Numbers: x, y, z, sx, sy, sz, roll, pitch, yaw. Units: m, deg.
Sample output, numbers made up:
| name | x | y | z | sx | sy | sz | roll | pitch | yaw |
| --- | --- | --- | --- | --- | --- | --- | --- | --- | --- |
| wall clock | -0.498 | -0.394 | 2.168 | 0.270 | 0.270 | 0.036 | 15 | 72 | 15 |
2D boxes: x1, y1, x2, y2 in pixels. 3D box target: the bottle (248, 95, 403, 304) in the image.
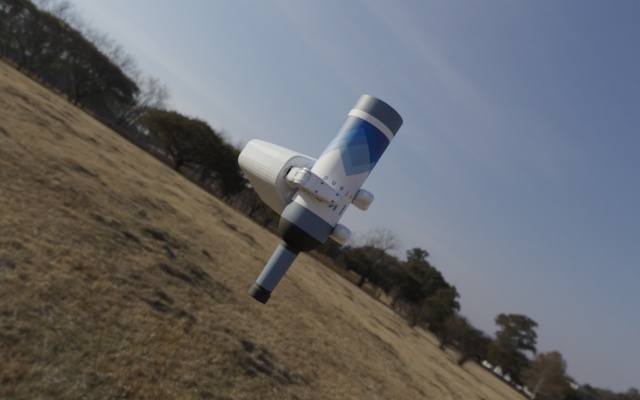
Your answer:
| name | x | y | z | sx | sy | sz | roll | pitch | yaw |
| --- | --- | --- | --- | --- | --- | --- | --- | --- | --- |
| bottle | 0.000 | 0.002 | 0.618 | 0.069 | 0.295 | 0.069 | 33 | -5 | 4 |
